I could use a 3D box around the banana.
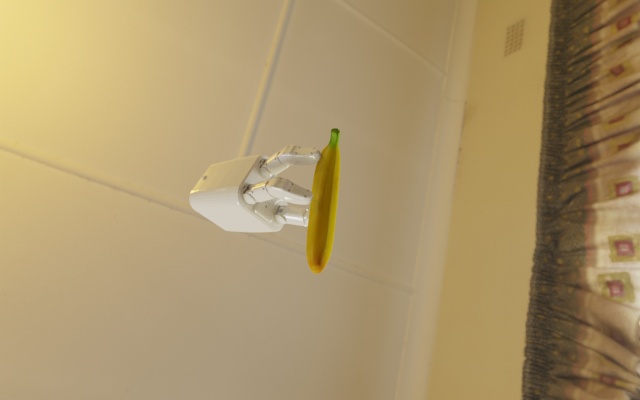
[{"bbox_3d":[0.003,0.006,0.637,0.037,0.197,0.070,3,-20,8],"label":"banana"}]
